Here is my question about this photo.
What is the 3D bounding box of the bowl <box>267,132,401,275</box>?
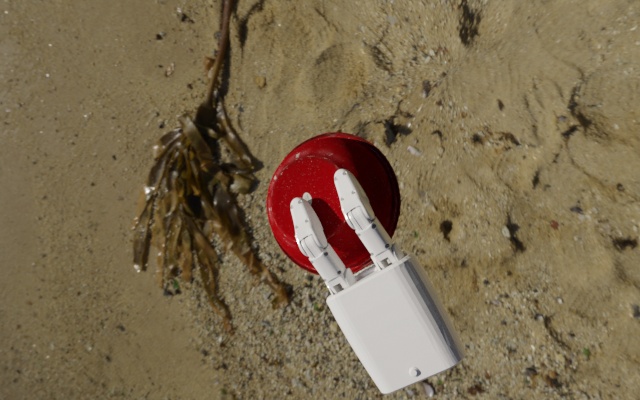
[{"bbox_3d":[-0.001,0.001,0.510,0.162,0.162,0.055,0,-4,26],"label":"bowl"}]
